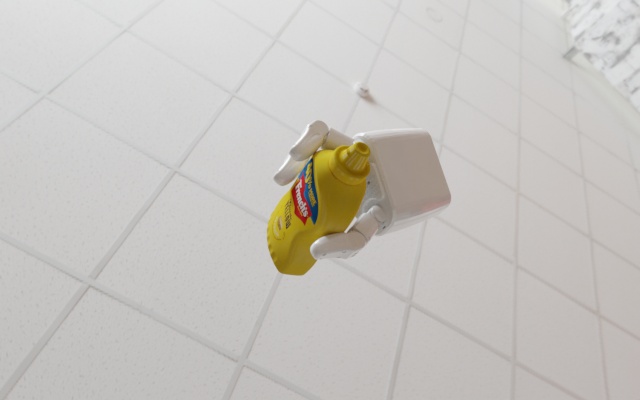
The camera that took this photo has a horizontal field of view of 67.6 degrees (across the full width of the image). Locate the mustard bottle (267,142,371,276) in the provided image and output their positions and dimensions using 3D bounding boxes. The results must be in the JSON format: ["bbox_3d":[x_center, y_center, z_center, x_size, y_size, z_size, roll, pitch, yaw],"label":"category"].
[{"bbox_3d":[0.000,0.002,0.520,0.058,0.096,0.192,11,-37,-24],"label":"mustard bottle"}]
